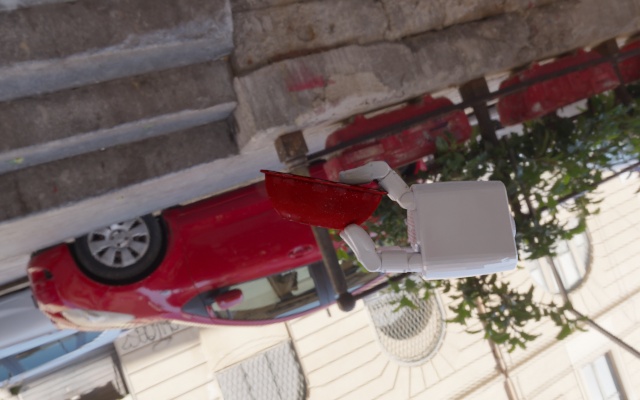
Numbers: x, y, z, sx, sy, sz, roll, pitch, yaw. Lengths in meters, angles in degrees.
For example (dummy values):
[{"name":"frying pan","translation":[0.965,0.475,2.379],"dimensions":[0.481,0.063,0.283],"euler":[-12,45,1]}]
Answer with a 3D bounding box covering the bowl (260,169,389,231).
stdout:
[{"name":"bowl","translation":[-0.001,0.002,0.591],"dimensions":[0.162,0.055,0.162],"euler":[11,1,0]}]
